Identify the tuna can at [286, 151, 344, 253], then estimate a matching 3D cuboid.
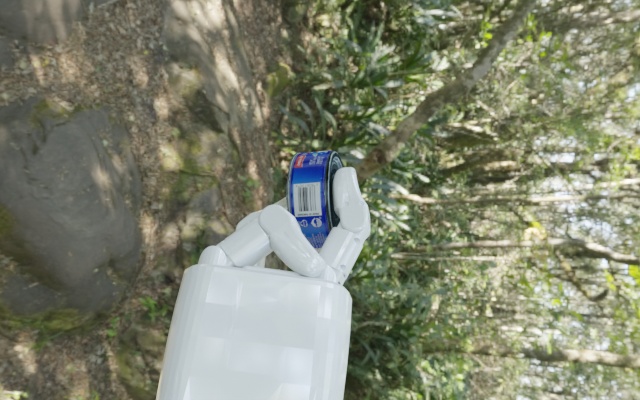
[{"bbox_3d":[0.001,0.001,0.400,0.034,0.086,0.086,-4,-1,14],"label":"tuna can"}]
